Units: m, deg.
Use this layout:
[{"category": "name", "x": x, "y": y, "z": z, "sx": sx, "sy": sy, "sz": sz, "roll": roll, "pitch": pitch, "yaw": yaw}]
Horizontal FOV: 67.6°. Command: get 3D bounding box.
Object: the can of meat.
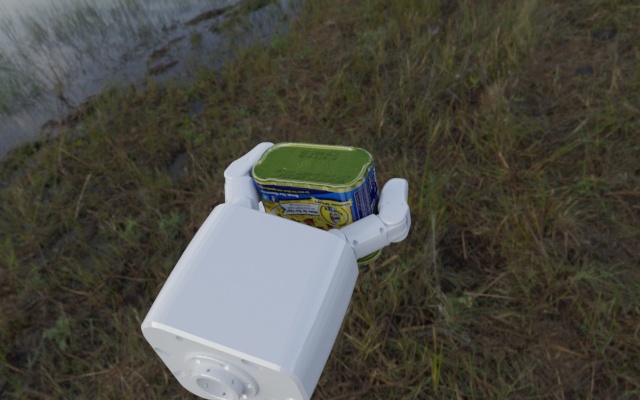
[{"category": "can of meat", "x": 0.000, "y": 0.001, "z": 0.400, "sx": 0.102, "sy": 0.084, "sz": 0.057, "roll": 6, "pitch": 44, "yaw": 24}]
